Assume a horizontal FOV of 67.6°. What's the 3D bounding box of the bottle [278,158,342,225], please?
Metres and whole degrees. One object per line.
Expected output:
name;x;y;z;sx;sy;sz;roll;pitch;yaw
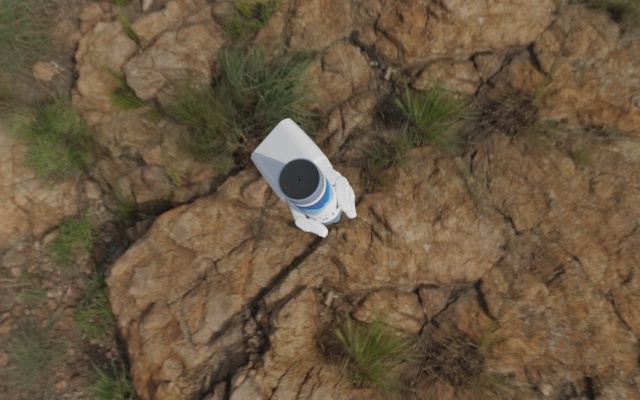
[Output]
bottle;0.000;0.003;0.839;0.069;0.069;0.296;0;-13;13
